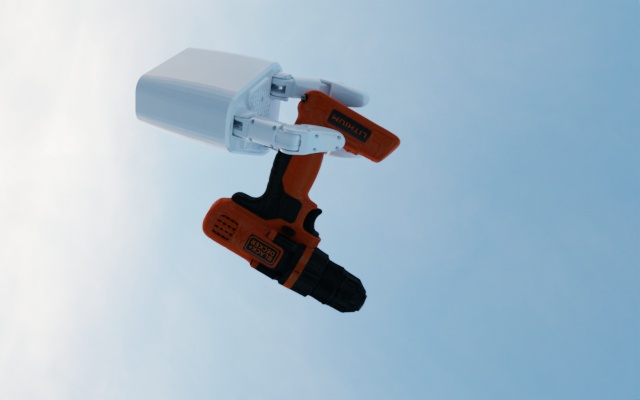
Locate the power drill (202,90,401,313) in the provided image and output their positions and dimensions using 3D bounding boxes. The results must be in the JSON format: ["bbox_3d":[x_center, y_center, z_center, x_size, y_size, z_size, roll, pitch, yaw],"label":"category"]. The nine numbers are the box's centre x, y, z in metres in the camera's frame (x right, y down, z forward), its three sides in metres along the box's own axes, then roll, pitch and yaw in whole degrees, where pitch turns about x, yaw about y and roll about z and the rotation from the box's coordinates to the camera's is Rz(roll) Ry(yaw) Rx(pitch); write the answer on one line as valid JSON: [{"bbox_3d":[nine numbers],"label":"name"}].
[{"bbox_3d":[0.000,0.001,0.477,0.184,0.187,0.057,31,5,-5],"label":"power drill"}]
